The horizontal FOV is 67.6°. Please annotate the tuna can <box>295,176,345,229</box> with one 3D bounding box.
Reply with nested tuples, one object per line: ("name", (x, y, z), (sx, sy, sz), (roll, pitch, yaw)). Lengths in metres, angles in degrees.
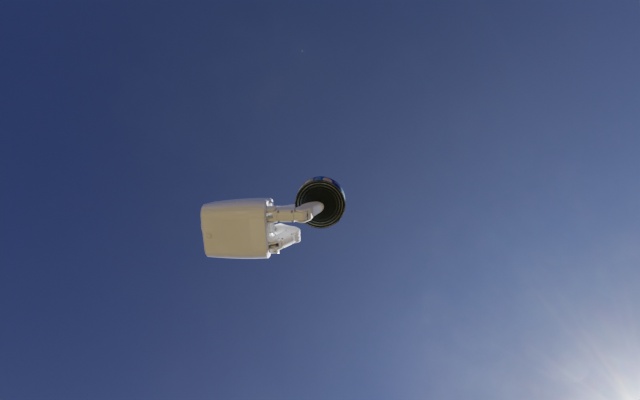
("tuna can", (0.000, 0.003, 0.819), (0.086, 0.086, 0.033), (0, 18, 4))
